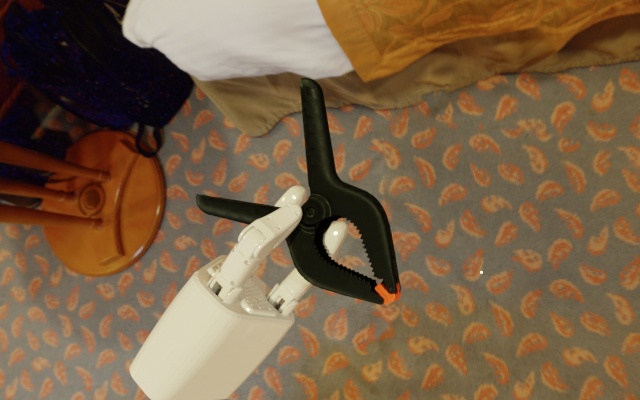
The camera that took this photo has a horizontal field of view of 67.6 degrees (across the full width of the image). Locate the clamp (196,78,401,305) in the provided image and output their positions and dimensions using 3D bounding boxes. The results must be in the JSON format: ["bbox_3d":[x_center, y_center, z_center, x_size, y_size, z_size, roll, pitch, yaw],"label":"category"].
[{"bbox_3d":[0.000,0.002,0.424,0.210,0.164,0.036,41,10,19],"label":"clamp"}]
